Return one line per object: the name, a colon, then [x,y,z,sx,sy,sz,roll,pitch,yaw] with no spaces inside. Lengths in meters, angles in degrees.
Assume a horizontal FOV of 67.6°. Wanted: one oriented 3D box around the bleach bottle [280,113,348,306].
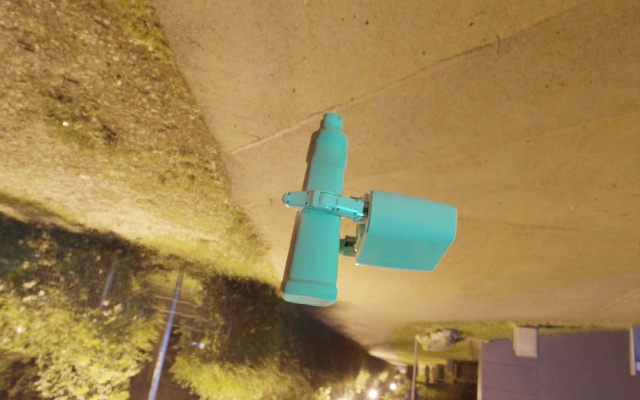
bleach bottle: [0.000,0.002,0.608,0.068,0.250,0.102,8,-18,-2]
